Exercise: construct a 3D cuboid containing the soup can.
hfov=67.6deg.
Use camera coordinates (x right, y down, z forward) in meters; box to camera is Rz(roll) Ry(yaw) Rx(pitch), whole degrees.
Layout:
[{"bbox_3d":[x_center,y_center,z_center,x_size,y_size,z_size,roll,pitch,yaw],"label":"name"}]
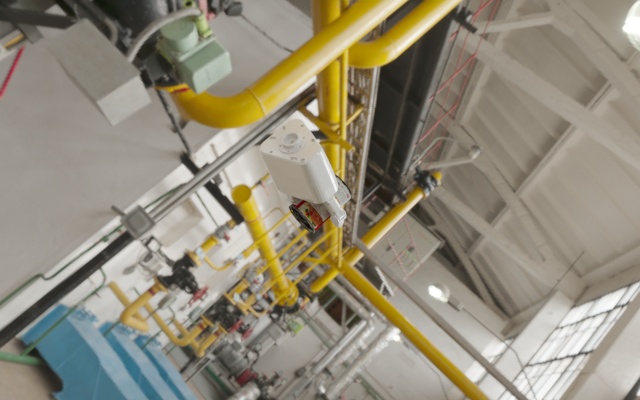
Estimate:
[{"bbox_3d":[0.001,0.003,0.894,0.102,0.068,0.068,-43,13,-15],"label":"soup can"}]
